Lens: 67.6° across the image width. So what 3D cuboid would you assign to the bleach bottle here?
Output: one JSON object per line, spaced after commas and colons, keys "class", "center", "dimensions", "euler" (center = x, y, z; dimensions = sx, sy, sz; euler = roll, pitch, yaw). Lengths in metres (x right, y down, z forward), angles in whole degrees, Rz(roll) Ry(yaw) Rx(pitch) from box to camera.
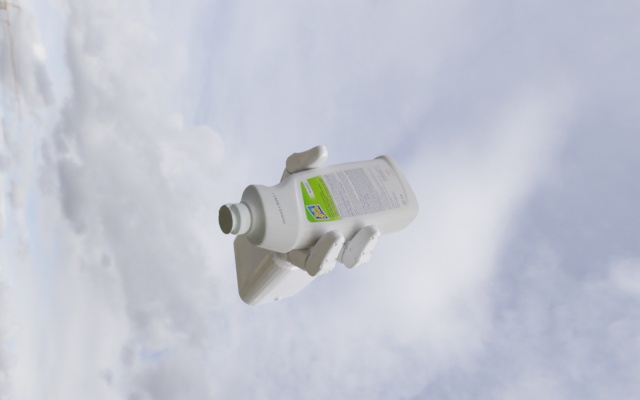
{"class": "bleach bottle", "center": [0.000, 0.002, 0.540], "dimensions": [0.251, 0.102, 0.068], "euler": [-6, -31, -41]}
